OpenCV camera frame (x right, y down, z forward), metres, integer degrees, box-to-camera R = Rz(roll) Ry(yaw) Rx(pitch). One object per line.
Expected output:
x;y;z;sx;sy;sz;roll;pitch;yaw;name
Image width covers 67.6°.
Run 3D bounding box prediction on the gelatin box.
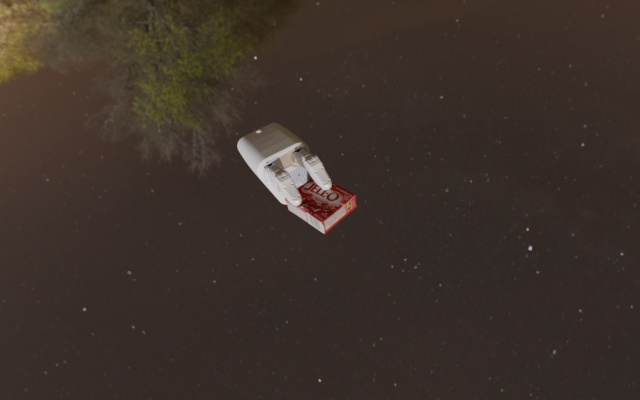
0.000;0.003;0.746;0.073;0.030;0.089;-38;49;-25;gelatin box
